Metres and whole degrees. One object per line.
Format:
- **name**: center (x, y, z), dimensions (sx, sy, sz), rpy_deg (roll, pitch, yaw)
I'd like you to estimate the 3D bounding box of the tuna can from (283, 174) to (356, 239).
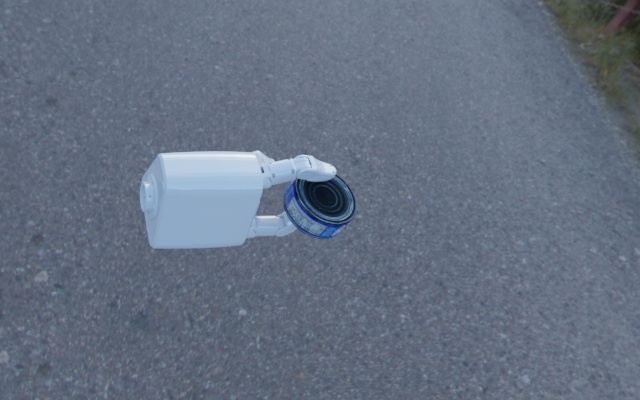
- **tuna can**: center (0.000, 0.002, 0.579), dimensions (0.086, 0.086, 0.034), rpy_deg (0, -34, -34)
